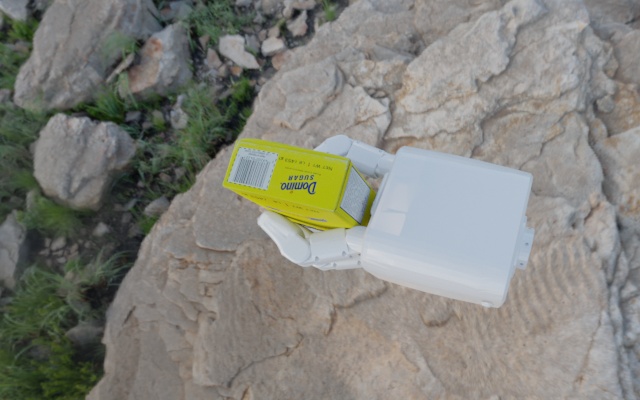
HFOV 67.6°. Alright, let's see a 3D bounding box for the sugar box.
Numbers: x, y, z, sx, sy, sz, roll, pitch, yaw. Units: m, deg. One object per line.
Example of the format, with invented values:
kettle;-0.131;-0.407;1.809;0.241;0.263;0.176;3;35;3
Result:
sugar box;0.000;0.002;0.415;0.093;0.048;0.176;14;-11;21
